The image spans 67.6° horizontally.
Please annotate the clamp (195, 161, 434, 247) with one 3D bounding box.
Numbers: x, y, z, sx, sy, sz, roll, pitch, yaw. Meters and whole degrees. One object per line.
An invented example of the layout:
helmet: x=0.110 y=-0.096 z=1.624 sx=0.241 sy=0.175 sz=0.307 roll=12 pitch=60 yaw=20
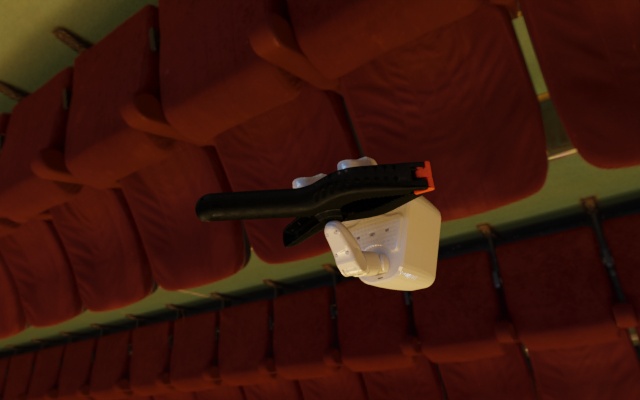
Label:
clamp: x=0.001 y=0.002 z=0.455 sx=0.210 sy=0.036 sz=0.164 roll=-18 pitch=-22 yaw=30
